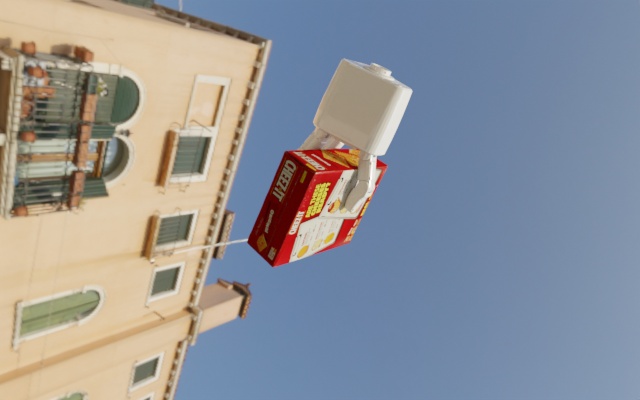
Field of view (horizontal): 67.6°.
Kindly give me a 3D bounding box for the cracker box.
[{"bbox_3d":[0.000,0.003,0.761,0.072,0.164,0.213,37,25,27],"label":"cracker box"}]
